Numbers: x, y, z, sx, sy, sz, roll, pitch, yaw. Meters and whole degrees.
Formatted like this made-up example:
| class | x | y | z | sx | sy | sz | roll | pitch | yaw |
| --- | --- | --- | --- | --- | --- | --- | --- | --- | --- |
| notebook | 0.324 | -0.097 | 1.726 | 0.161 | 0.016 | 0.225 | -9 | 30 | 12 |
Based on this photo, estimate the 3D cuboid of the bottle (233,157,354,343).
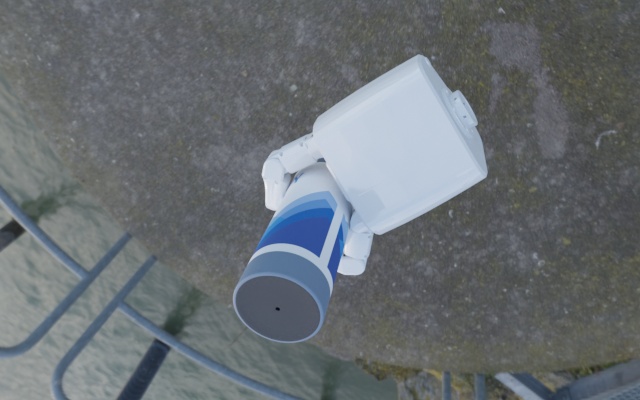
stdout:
| class | x | y | z | sx | sy | sz | roll | pitch | yaw |
| --- | --- | --- | --- | --- | --- | --- | --- | --- | --- |
| bottle | 0.000 | 0.002 | 0.457 | 0.069 | 0.069 | 0.295 | 0 | 31 | 14 |
